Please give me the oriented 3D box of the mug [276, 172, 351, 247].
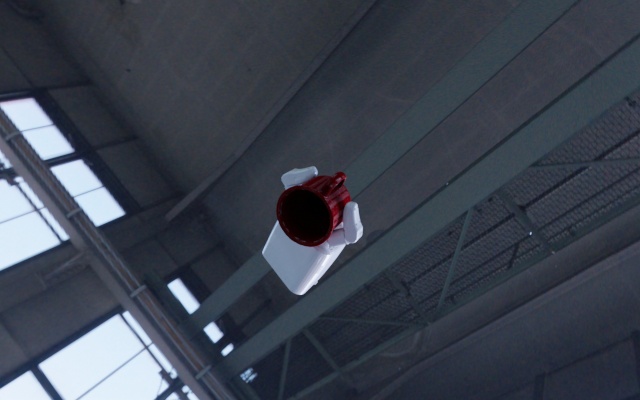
[{"bbox_3d":[0.001,0.001,0.704,0.093,0.117,0.081,39,32,10],"label":"mug"}]
